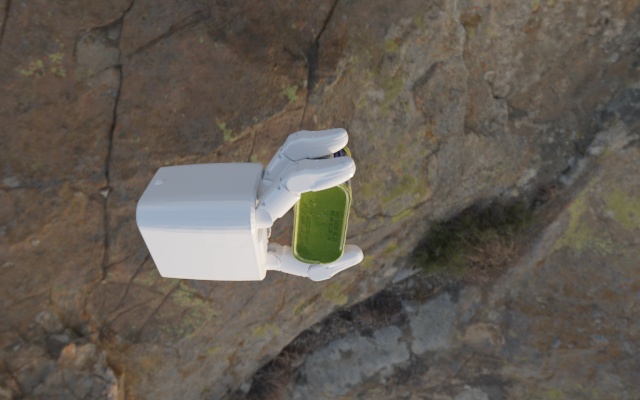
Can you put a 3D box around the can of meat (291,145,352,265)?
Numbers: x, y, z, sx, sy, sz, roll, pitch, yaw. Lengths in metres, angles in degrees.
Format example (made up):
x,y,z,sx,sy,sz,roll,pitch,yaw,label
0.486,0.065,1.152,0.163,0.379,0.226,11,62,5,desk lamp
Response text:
x,y,z,sx,sy,sz,roll,pitch,yaw,label
0.000,0.002,0.480,0.057,0.102,0.084,4,31,-2,can of meat
